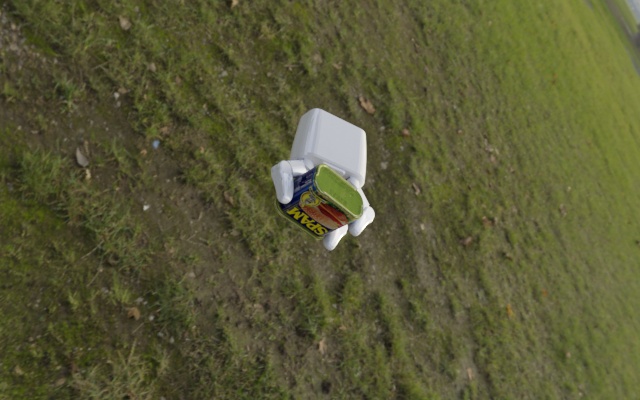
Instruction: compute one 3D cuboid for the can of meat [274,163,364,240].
[{"bbox_3d":[0.000,0.002,0.685,0.102,0.057,0.084,37,-46,-28],"label":"can of meat"}]
